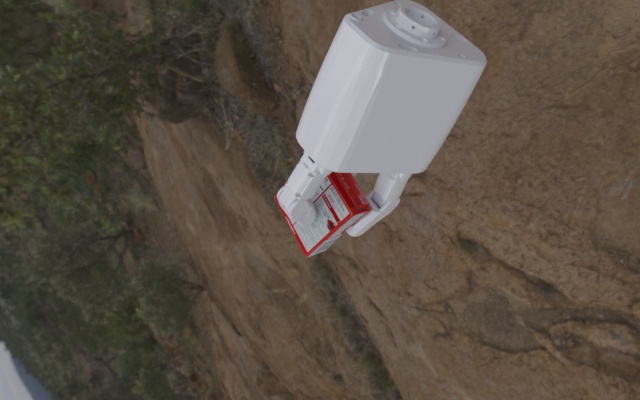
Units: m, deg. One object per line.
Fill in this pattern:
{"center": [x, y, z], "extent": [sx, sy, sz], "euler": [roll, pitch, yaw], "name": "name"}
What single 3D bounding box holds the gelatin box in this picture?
{"center": [0.000, 0.002, 0.458], "extent": [0.030, 0.073, 0.089], "euler": [-15, -22, -41], "name": "gelatin box"}
